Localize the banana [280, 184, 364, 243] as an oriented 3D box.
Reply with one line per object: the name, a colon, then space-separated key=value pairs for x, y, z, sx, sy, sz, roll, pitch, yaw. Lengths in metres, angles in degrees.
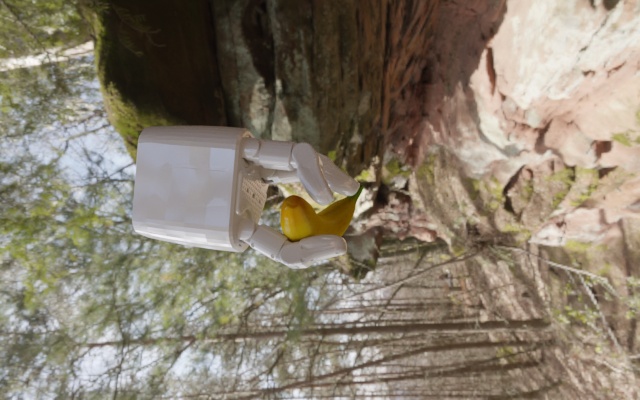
banana: x=-0.002 y=0.019 z=0.495 sx=0.037 sy=0.069 sz=0.198 roll=14 pitch=10 yaw=18
